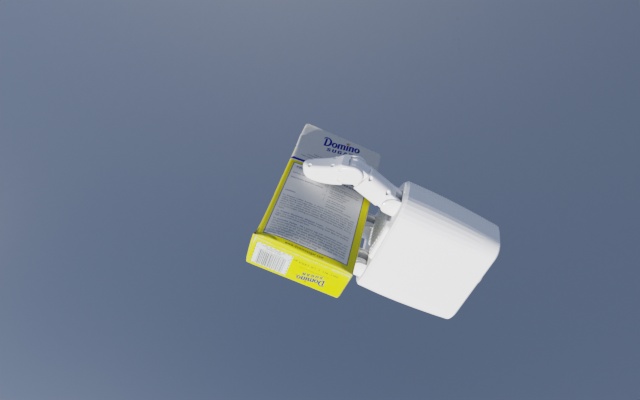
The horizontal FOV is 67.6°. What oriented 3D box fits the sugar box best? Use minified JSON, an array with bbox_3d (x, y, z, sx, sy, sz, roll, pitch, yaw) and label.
[{"bbox_3d":[0.000,0.002,0.478,0.093,0.048,0.176,23,42,-3],"label":"sugar box"}]
